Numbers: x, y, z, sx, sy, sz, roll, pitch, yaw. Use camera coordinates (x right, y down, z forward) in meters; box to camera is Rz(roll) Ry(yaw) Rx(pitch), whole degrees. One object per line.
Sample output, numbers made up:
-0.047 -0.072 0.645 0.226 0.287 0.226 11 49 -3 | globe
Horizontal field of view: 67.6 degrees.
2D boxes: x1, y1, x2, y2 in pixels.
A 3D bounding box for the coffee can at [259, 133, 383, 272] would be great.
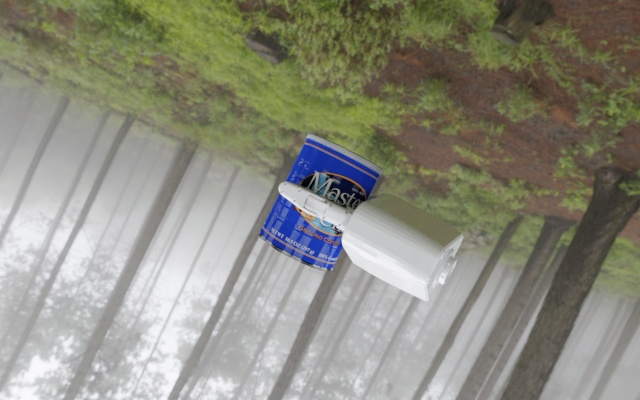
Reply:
0.000 0.002 0.592 0.103 0.140 0.103 27 3 -2 | coffee can
